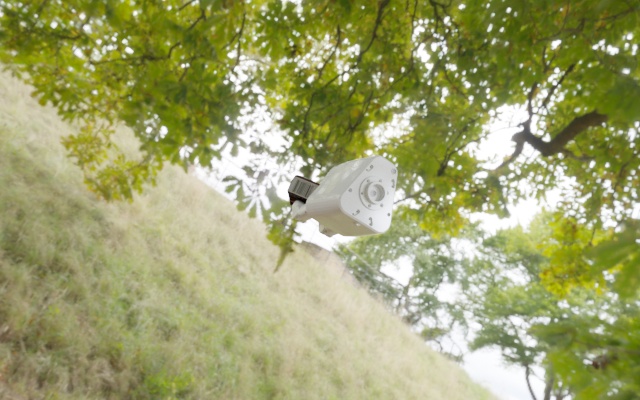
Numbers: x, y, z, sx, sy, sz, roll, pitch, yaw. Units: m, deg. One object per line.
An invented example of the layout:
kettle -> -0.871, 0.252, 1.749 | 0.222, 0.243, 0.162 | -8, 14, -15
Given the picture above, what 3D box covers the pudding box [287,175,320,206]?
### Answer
pudding box -> 0.000, 0.003, 0.846 | 0.113, 0.039, 0.090 | 25, -15, 7
